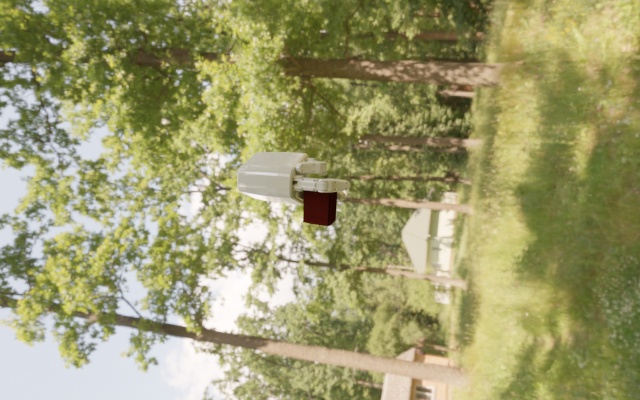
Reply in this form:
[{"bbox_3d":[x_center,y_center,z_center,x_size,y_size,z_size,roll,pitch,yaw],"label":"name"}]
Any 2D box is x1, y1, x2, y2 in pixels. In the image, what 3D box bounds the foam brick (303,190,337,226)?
[{"bbox_3d":[0.000,0.003,0.881,0.051,0.078,0.053,5,9,14],"label":"foam brick"}]
